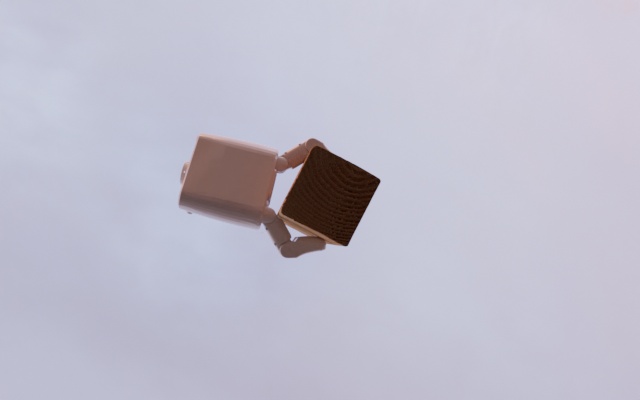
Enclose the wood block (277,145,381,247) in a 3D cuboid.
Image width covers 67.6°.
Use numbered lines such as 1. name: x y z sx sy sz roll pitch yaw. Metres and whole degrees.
1. wood block: 0.000 0.002 0.642 0.090 0.091 0.206 27 -7 -4
